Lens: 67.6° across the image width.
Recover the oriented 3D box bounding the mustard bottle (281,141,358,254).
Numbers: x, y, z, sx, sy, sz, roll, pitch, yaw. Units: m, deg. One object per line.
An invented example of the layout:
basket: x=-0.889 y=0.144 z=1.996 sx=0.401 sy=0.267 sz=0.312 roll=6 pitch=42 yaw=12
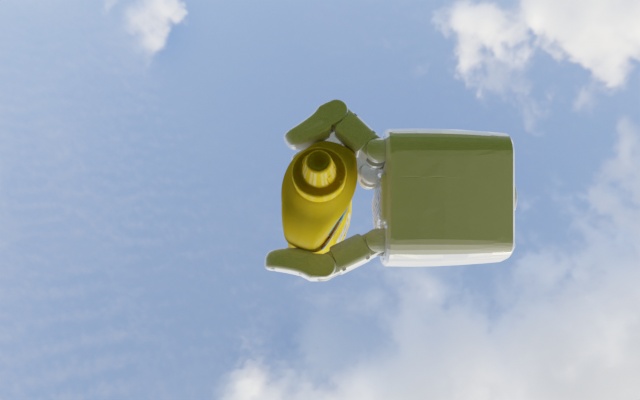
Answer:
mustard bottle: x=0.000 y=0.001 z=0.426 sx=0.058 sy=0.096 sz=0.192 roll=23 pitch=-16 yaw=7
